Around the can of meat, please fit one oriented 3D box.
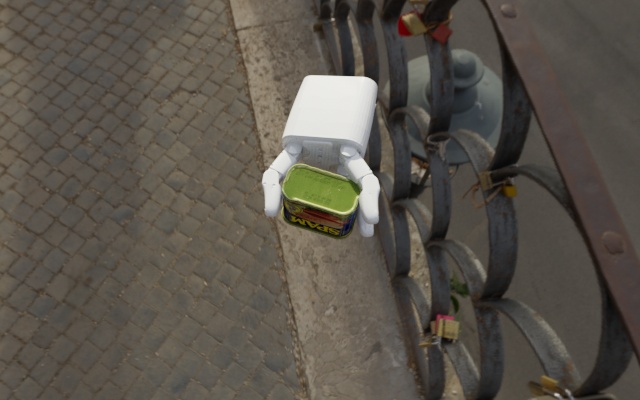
[{"bbox_3d":[0.000,0.002,0.620,0.102,0.057,0.084,17,-23,5],"label":"can of meat"}]
